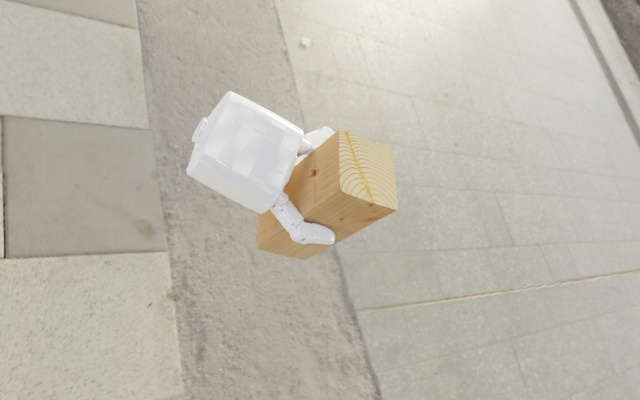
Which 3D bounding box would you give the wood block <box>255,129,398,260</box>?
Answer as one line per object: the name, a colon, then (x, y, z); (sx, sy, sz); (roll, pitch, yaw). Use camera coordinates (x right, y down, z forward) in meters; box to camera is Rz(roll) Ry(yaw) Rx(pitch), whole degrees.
wood block: (0.000, 0.002, 0.651); (0.090, 0.090, 0.206); (17, -32, -30)
